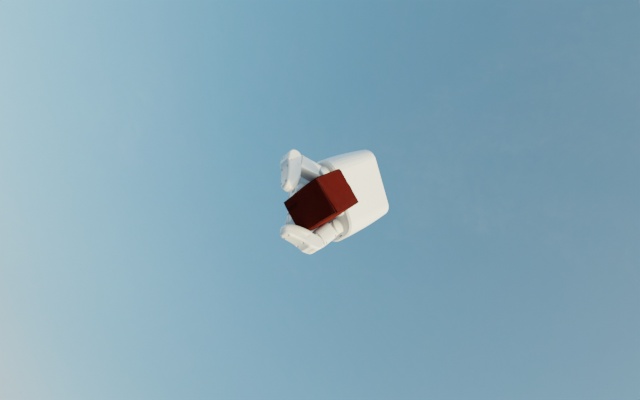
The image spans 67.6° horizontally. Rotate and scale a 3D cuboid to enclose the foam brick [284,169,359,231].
[{"bbox_3d":[0.000,0.002,0.629,0.051,0.053,0.078,-23,-8,-46],"label":"foam brick"}]
